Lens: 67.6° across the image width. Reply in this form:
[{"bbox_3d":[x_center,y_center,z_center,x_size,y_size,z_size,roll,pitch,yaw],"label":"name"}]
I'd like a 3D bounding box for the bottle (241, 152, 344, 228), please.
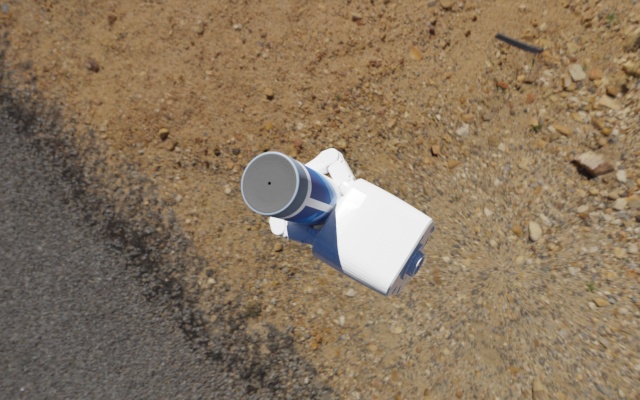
[{"bbox_3d":[0.000,0.002,0.622,0.069,0.069,0.296,0,-8,21],"label":"bottle"}]
